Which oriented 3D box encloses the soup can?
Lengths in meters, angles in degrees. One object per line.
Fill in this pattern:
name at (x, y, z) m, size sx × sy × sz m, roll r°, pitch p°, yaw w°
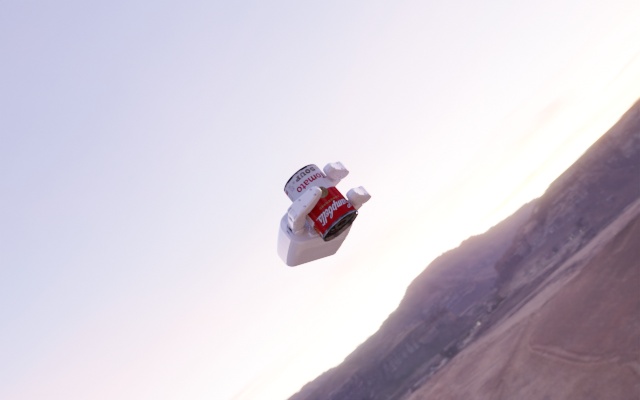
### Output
soup can at (0.000, 0.002, 0.724) m, size 0.068 × 0.102 × 0.068 m, roll -36°, pitch -19°, yaw -14°
